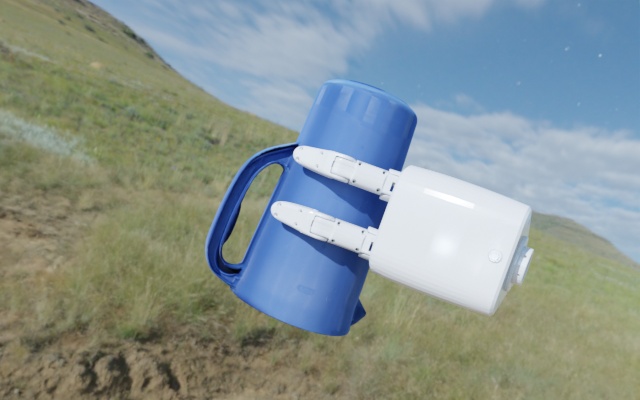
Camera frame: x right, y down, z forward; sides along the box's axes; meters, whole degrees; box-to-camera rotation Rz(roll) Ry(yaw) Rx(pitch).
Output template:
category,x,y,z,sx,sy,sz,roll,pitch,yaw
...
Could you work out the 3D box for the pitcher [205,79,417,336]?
category,x,y,z,sx,sy,sz,roll,pitch,yaw
pitcher,0.000,0.002,0.494,0.145,0.243,0.149,21,0,28
